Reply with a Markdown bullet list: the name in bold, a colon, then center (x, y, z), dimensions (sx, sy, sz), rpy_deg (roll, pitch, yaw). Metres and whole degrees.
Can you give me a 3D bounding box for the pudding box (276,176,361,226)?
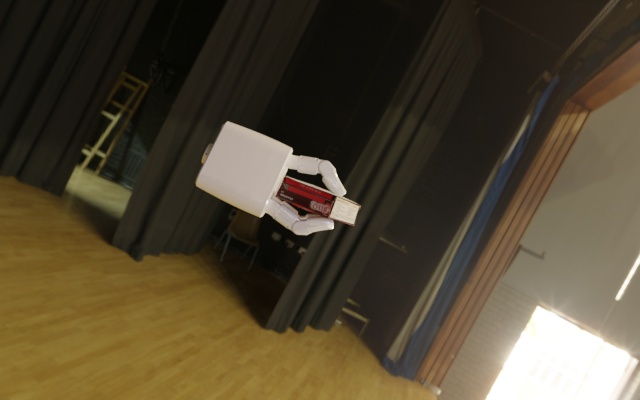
- **pudding box**: center (0.000, 0.002, 0.713), dimensions (0.090, 0.039, 0.113), rpy_deg (23, 3, 24)
